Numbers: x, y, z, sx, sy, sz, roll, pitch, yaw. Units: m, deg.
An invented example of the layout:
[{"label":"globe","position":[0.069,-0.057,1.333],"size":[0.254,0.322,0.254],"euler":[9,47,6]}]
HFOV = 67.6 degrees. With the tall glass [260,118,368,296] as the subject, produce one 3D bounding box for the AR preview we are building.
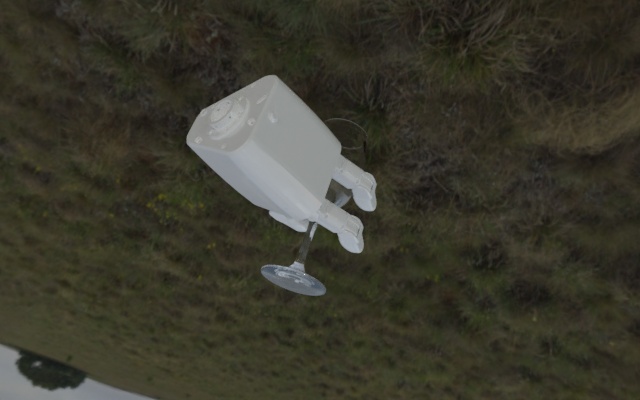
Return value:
[{"label":"tall glass","position":[0.000,0.002,0.552],"size":[0.079,0.201,0.079],"euler":[16,-26,8]}]
